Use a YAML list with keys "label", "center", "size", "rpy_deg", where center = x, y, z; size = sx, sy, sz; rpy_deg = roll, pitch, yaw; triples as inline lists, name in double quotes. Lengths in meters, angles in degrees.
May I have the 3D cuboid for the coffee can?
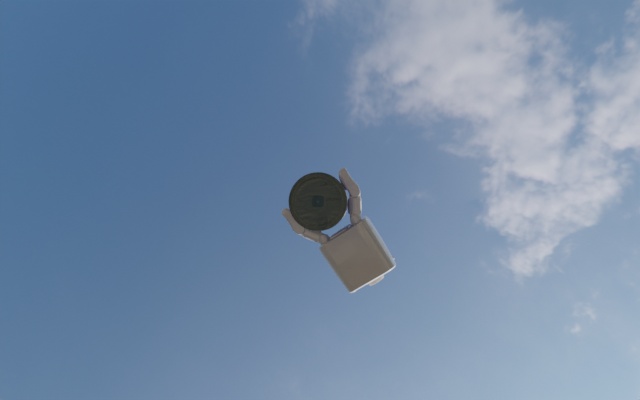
- label: "coffee can"
  center: [0.000, 0.003, 0.895]
  size: [0.103, 0.103, 0.140]
  rpy_deg: [0, -1, 4]
